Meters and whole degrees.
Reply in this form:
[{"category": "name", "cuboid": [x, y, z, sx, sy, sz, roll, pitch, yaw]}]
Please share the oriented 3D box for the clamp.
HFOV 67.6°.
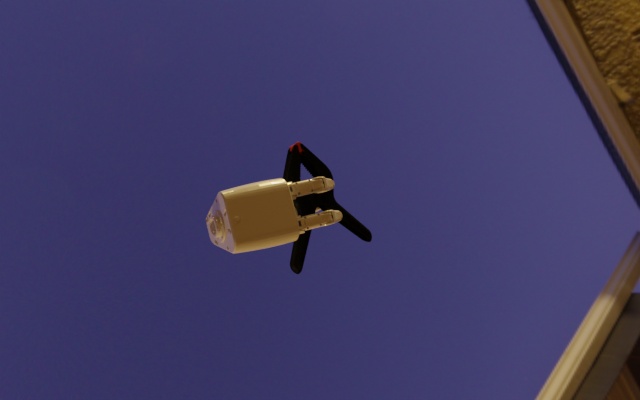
[{"category": "clamp", "cuboid": [-0.001, 0.002, 0.806, 0.164, 0.210, 0.036, -12, -4, -32]}]
